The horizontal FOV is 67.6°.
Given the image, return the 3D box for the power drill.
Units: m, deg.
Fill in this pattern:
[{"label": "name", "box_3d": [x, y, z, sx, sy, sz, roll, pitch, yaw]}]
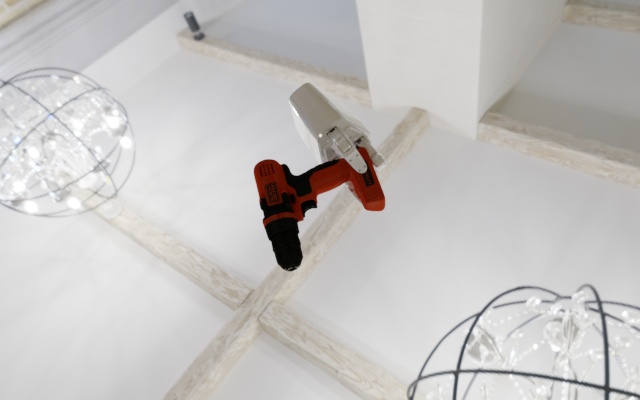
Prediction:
[{"label": "power drill", "box_3d": [0.000, 0.002, 0.735, 0.187, 0.184, 0.057, -15, -21, -5]}]
